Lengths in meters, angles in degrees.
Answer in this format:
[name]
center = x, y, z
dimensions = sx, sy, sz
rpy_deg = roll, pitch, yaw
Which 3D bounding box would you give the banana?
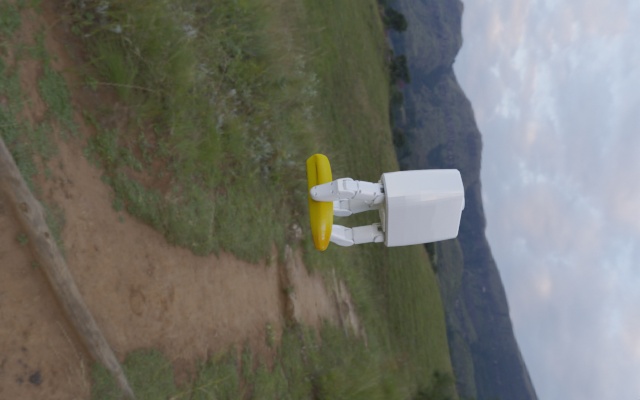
[banana]
center = -0.001, -0.015, 0.700
dimensions = 0.037, 0.070, 0.197
rpy_deg = -3, 37, -2
